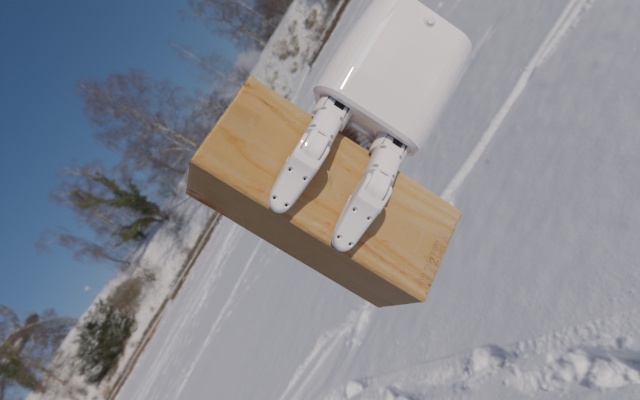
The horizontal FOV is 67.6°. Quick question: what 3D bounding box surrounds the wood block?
[{"bbox_3d":[0.000,0.001,0.411,0.206,0.090,0.091,32,-21,-7],"label":"wood block"}]
